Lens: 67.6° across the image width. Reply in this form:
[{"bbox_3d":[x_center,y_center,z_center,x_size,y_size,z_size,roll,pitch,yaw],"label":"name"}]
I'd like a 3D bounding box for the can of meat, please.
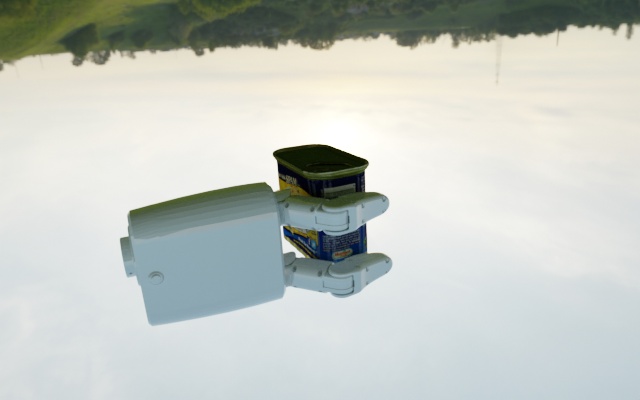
[{"bbox_3d":[0.000,0.002,0.420,0.057,0.084,0.102,-12,21,-23],"label":"can of meat"}]
